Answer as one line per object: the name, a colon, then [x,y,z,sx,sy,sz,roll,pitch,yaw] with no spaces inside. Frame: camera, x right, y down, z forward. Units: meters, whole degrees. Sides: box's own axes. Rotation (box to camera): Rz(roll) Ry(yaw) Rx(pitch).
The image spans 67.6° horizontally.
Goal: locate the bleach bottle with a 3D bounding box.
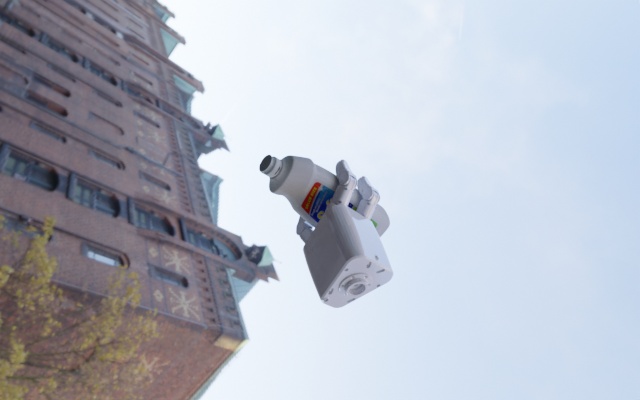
bleach bottle: [0.000,0.002,0.775,0.251,0.102,0.068,31,24,-36]
